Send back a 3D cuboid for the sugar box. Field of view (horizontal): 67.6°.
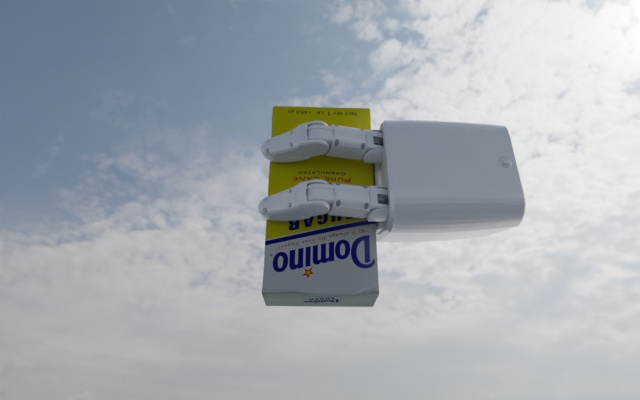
[{"bbox_3d":[0.000,0.001,0.415,0.093,0.176,0.048,0,-28,-2],"label":"sugar box"}]
